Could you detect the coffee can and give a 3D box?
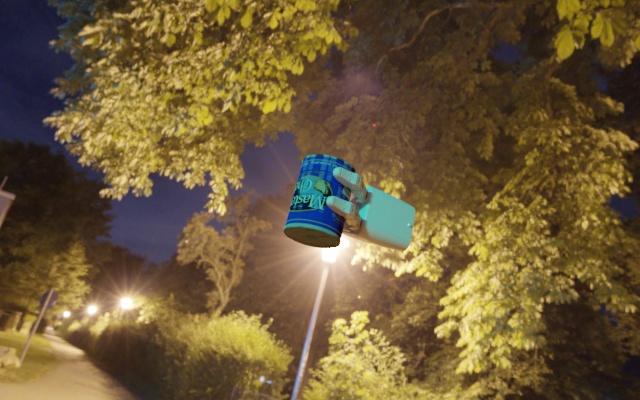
[{"bbox_3d":[0.000,0.003,0.854,0.103,0.140,0.103,12,-22,5],"label":"coffee can"}]
